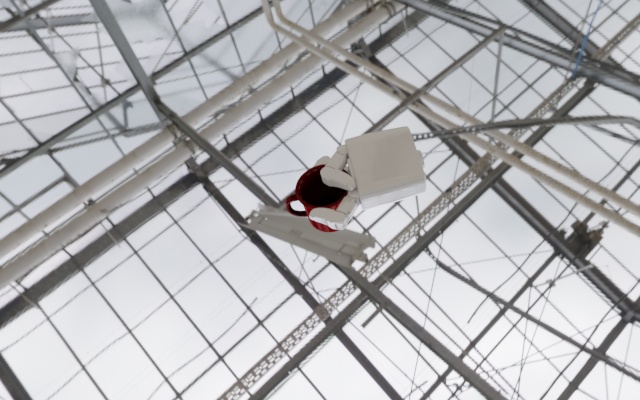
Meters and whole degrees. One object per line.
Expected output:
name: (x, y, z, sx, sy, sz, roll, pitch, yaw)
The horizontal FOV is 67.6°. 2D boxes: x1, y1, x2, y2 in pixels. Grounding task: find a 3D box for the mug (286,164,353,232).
mug: (-0.001, 0.003, 0.802, 0.117, 0.093, 0.082, -13, -38, 4)
